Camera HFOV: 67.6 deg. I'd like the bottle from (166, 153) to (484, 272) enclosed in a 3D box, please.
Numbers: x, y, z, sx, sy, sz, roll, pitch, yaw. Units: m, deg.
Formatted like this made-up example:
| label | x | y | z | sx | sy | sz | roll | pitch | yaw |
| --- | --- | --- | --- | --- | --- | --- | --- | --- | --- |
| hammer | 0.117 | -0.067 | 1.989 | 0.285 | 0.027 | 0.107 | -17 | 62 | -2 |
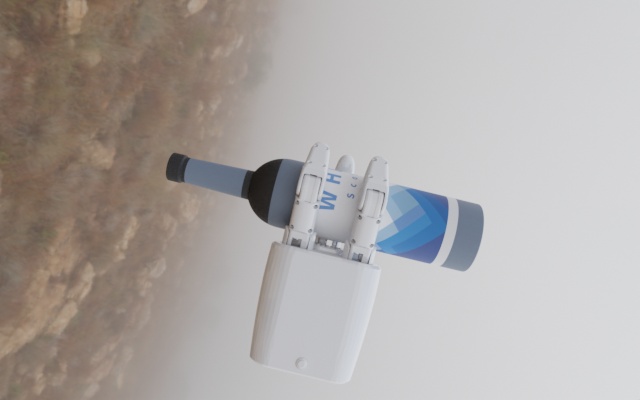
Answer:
| label | x | y | z | sx | sy | sz | roll | pitch | yaw |
| --- | --- | --- | --- | --- | --- | --- | --- | --- | --- |
| bottle | 0.000 | 0.001 | 0.457 | 0.296 | 0.069 | 0.069 | 13 | 0 | 0 |
